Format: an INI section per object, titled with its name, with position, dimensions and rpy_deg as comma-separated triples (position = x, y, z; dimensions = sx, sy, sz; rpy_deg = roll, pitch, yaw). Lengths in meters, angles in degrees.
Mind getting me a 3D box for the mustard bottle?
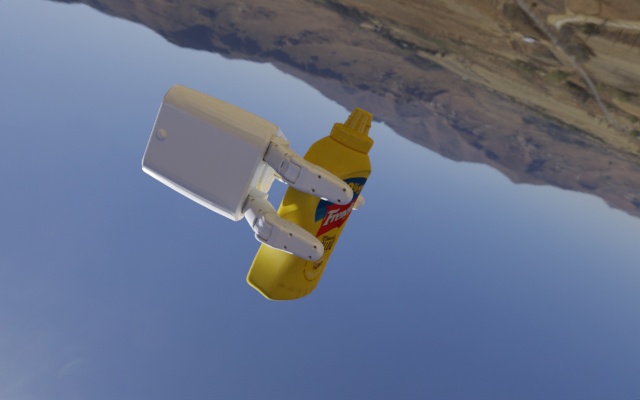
[mustard bottle]
position = 0.000, 0.002, 0.461
dimensions = 0.058, 0.192, 0.096
rpy_deg = 33, 17, 26
